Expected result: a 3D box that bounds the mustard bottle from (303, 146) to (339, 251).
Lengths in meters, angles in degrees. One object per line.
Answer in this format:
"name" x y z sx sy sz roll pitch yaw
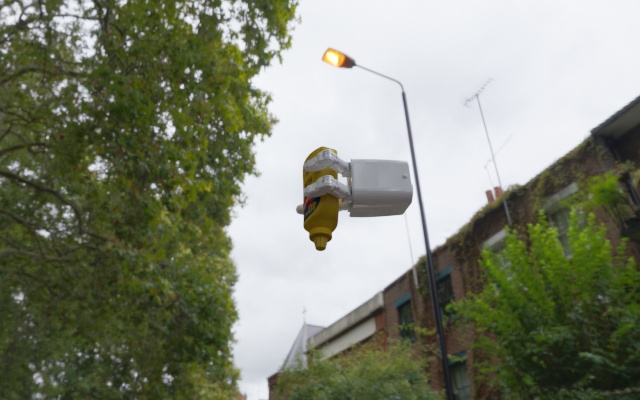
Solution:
"mustard bottle" 0.000 0.003 0.864 0.058 0.191 0.096 14 -35 -22
